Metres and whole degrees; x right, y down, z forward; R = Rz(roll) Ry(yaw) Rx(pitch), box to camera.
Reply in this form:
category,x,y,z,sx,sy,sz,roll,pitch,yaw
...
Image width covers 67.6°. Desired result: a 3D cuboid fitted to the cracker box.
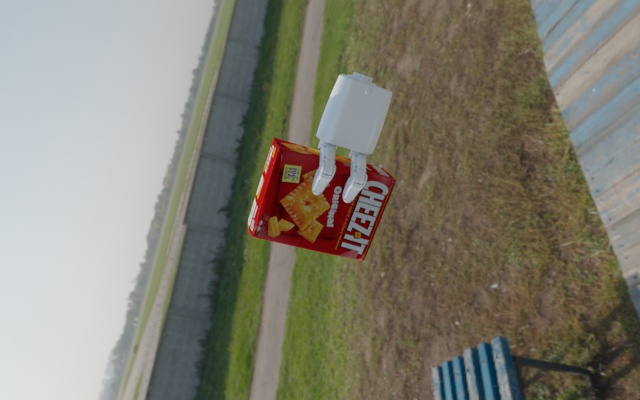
category,x,y,z,sx,sy,sz,roll,pitch,yaw
cracker box,0.000,0.003,0.819,0.214,0.164,0.072,14,18,-18
